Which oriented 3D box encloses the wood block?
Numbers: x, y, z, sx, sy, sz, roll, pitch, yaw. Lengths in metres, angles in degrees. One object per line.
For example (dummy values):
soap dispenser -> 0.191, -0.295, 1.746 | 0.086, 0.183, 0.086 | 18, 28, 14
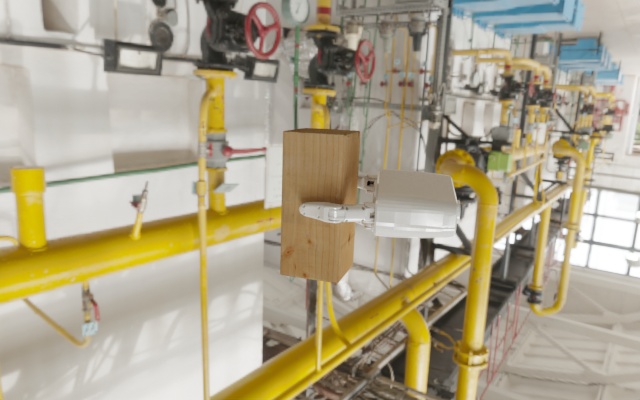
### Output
wood block -> 0.000, 0.002, 0.692 | 0.090, 0.206, 0.091 | 6, 13, 18
